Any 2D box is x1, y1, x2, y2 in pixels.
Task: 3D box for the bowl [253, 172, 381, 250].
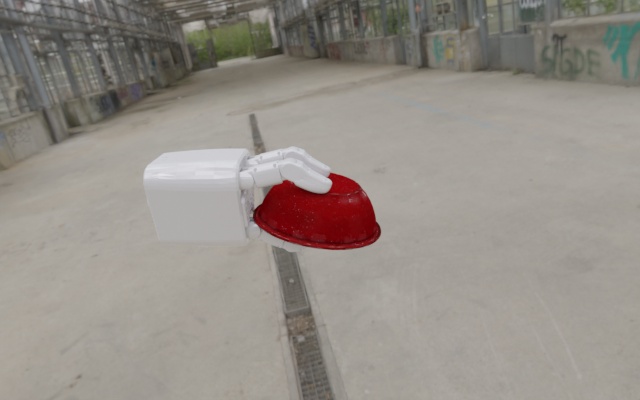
[{"bbox_3d":[0.001,0.002,0.589,0.162,0.055,0.162,8,19,-3],"label":"bowl"}]
